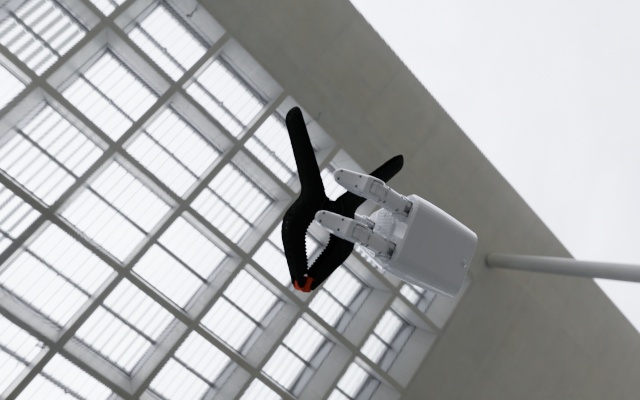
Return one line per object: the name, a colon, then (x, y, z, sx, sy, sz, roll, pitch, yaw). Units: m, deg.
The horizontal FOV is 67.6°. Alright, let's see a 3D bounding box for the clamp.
clamp: (0.000, 0.002, 0.570, 0.164, 0.210, 0.036, 28, -13, -19)
